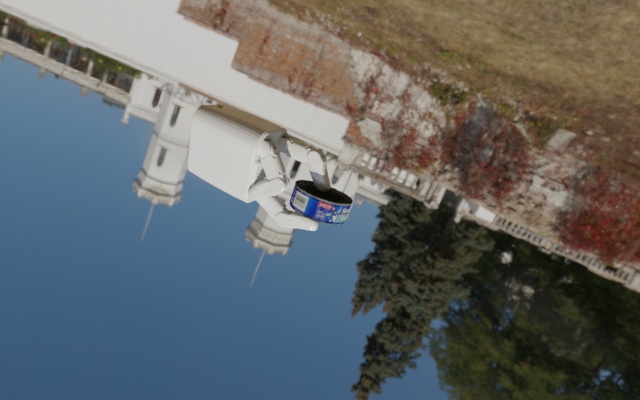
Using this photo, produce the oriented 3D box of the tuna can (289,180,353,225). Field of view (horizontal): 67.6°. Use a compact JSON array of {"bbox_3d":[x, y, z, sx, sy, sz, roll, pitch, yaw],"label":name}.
[{"bbox_3d":[0.000,0.003,0.674,0.086,0.034,0.086,18,15,-5],"label":"tuna can"}]
